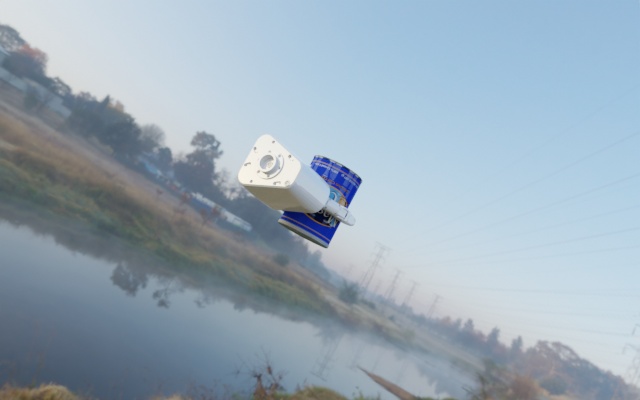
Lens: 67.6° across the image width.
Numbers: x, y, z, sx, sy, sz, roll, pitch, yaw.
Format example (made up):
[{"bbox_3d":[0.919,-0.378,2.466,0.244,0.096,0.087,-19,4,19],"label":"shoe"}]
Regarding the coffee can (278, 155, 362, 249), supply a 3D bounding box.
[{"bbox_3d":[0.000,0.003,0.876,0.103,0.140,0.103,28,-8,4],"label":"coffee can"}]
